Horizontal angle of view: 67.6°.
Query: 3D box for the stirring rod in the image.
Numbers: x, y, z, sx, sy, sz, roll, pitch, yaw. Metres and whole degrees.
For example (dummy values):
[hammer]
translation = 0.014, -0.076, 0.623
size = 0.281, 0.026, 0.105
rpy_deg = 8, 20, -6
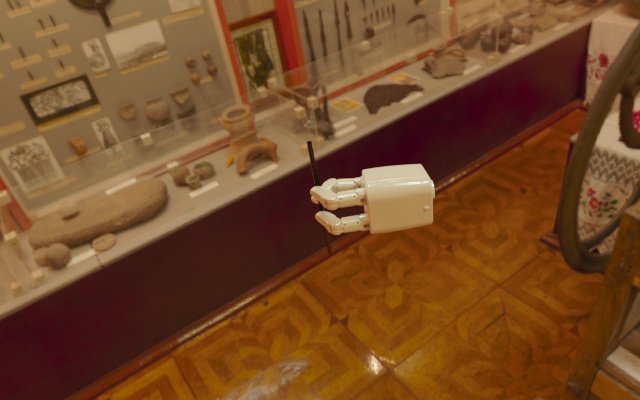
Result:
[stirring rod]
translation = 0.000, 0.003, 0.828
size = 0.011, 0.240, 0.011
rpy_deg = -7, 37, 5
